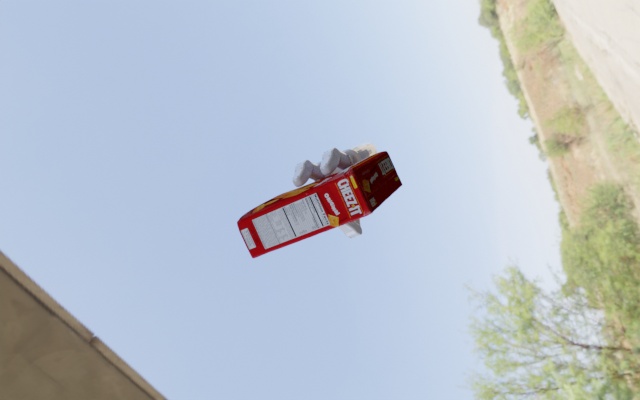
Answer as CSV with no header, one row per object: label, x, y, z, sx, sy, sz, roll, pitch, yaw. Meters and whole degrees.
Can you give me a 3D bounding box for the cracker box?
cracker box,0.000,0.003,0.740,0.214,0.072,0.164,-23,5,28
